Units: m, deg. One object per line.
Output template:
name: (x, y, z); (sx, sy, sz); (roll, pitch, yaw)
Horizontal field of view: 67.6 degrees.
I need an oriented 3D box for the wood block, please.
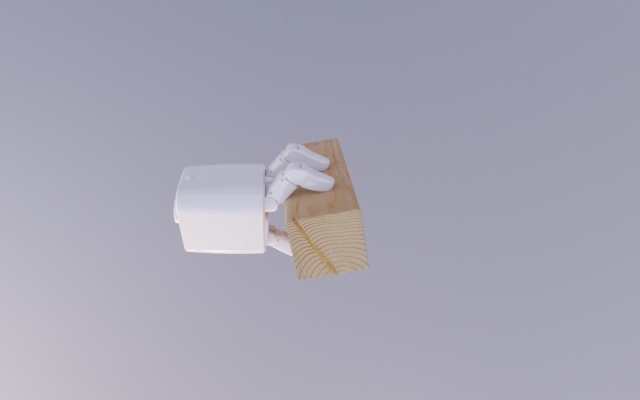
wood block: (0.000, 0.003, 0.648); (0.090, 0.091, 0.206); (-10, 31, 0)
